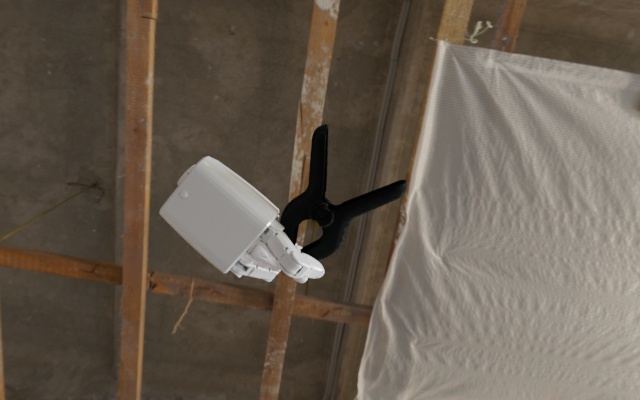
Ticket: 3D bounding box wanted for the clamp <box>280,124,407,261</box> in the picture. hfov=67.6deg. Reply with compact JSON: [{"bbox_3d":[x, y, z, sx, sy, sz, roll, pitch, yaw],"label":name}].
[{"bbox_3d":[0.000,0.002,0.549,0.171,0.120,0.039,-46,-4,14],"label":"clamp"}]
